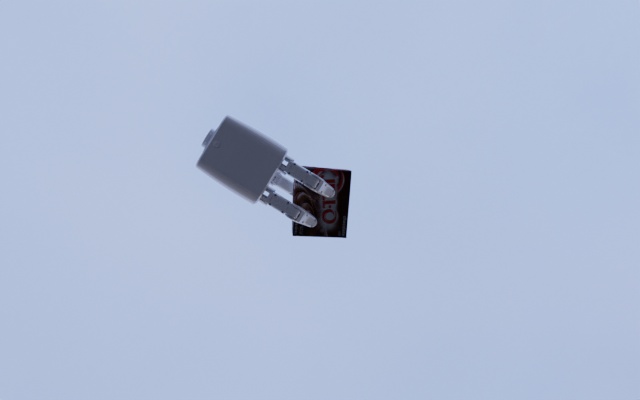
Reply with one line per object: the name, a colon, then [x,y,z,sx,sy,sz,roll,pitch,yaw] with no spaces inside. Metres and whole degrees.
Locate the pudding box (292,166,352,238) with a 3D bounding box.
pudding box: [0.000,0.003,0.775,0.090,0.113,0.039,3,7,-10]
